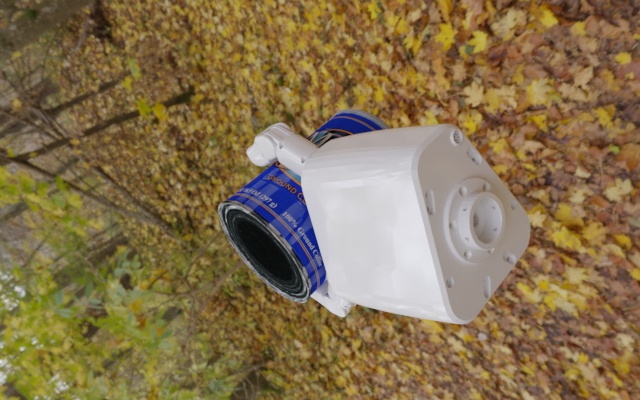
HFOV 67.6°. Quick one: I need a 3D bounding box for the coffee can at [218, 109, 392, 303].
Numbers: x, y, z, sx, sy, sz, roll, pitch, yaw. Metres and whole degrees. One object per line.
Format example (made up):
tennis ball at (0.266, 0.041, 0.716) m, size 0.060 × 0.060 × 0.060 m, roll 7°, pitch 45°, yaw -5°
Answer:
coffee can at (0.000, 0.001, 0.407) m, size 0.140 × 0.103 × 0.103 m, roll -41°, pitch 22°, yaw -27°
